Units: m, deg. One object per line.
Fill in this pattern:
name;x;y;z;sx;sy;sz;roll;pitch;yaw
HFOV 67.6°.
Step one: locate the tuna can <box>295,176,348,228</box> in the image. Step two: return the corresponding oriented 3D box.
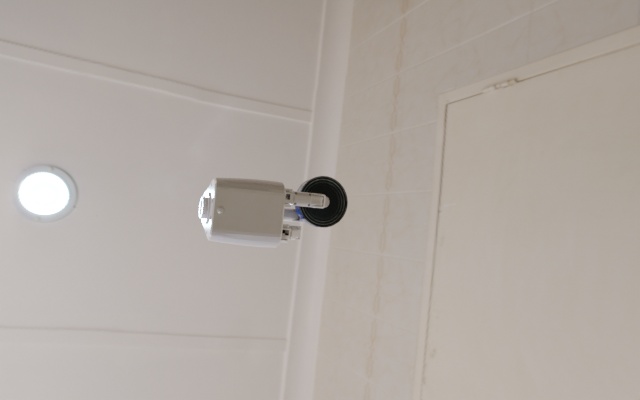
tuna can;0.000;0.003;0.805;0.086;0.086;0.034;0;-2;-20
